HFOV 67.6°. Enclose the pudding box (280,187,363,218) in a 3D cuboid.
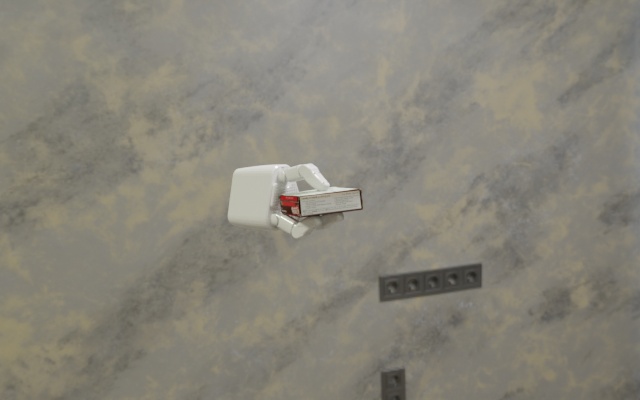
[{"bbox_3d":[0.000,0.002,0.785,0.113,0.039,0.090,-9,7,-23],"label":"pudding box"}]
